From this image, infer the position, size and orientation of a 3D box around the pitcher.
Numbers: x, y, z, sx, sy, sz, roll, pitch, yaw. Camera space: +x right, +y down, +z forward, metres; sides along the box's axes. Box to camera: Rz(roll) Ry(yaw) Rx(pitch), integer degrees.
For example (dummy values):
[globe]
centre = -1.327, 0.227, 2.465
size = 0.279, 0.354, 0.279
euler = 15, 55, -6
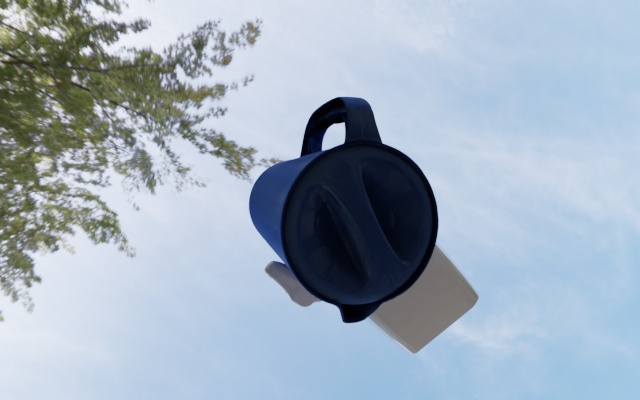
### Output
[pitcher]
centre = 0.000, 0.002, 0.480
size = 0.145, 0.149, 0.243
euler = 45, -10, -16
